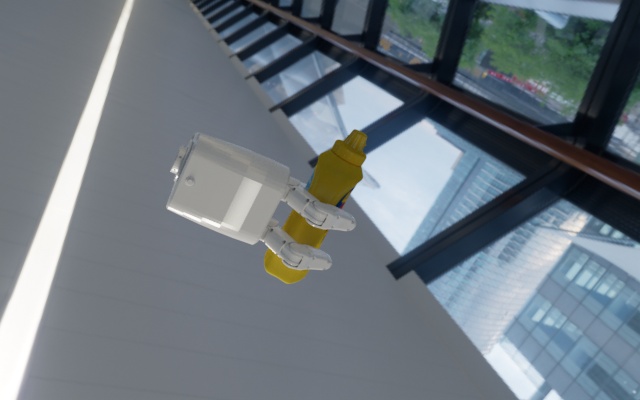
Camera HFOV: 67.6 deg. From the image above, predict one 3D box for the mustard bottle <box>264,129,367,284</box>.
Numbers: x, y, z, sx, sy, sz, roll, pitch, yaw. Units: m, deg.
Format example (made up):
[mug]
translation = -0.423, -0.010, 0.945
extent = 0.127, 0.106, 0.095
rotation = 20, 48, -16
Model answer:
[mustard bottle]
translation = 0.000, 0.002, 0.570
extent = 0.058, 0.192, 0.096
rotation = 30, 17, 4
